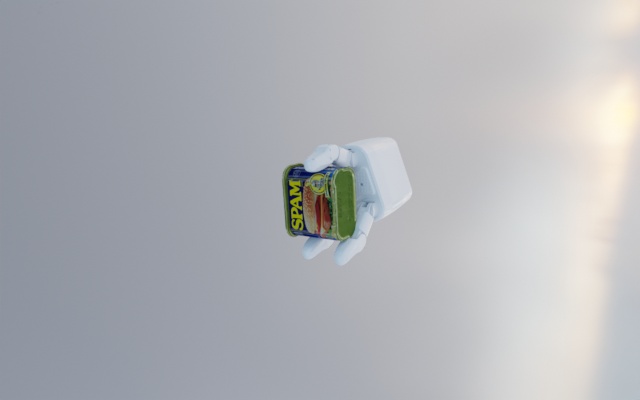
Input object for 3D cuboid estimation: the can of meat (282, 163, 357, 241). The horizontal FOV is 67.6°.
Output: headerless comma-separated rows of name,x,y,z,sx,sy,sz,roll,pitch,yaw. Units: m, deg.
can of meat,0.000,0.002,0.644,0.084,0.102,0.057,5,14,35
